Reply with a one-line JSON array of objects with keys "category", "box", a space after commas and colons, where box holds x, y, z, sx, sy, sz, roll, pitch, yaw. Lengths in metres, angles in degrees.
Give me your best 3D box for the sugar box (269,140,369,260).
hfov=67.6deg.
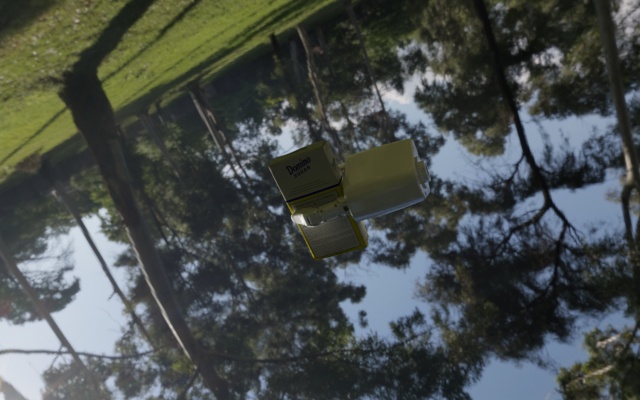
[{"category": "sugar box", "box": [0.000, 0.002, 0.741, 0.093, 0.176, 0.048, -17, 18, 18]}]
